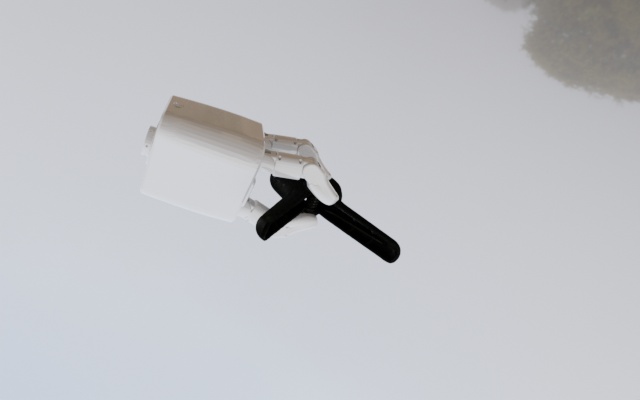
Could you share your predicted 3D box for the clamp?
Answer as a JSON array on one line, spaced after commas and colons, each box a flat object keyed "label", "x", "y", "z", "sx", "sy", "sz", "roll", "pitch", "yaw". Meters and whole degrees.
[{"label": "clamp", "x": -0.001, "y": 0.002, "z": 0.570, "sx": 0.164, "sy": 0.036, "sz": 0.210, "roll": 17, "pitch": 24, "yaw": -17}]
